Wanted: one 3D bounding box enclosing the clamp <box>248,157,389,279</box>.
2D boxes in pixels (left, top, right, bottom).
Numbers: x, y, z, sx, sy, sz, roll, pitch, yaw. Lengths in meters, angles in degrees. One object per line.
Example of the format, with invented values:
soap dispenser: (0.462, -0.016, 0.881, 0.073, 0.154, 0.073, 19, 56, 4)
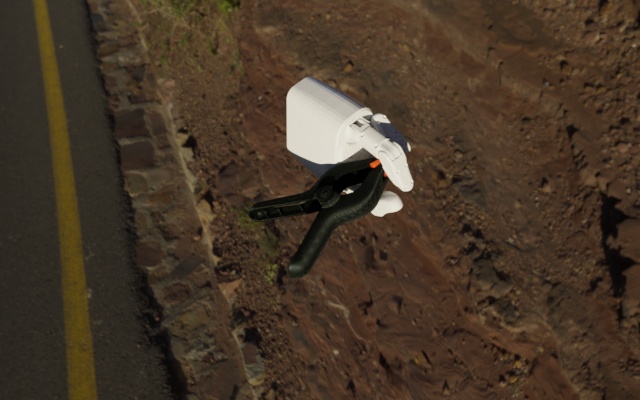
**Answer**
clamp: (0.000, 0.001, 0.549, 0.120, 0.171, 0.039, 40, -20, 34)
